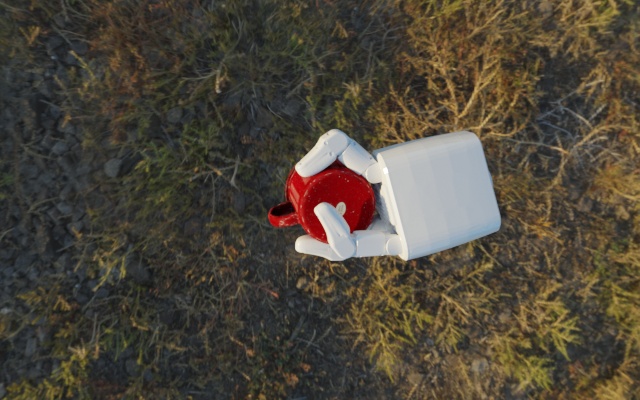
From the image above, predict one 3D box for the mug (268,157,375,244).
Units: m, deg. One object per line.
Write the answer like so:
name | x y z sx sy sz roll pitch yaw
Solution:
mug | -0.001 0.002 0.518 0.117 0.093 0.081 -17 16 -5
